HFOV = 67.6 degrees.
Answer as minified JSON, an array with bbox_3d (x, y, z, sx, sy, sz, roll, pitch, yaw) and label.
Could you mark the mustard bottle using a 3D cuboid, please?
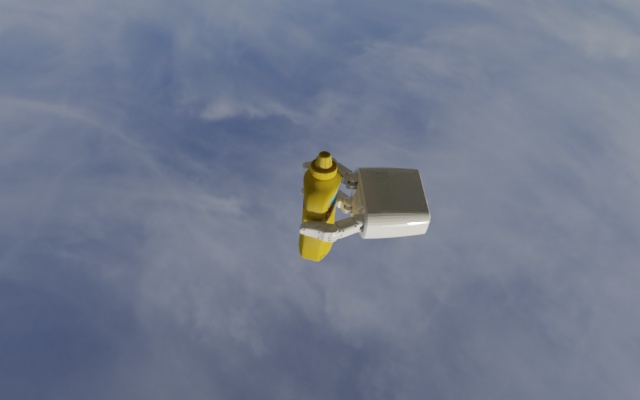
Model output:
[{"bbox_3d":[0.000,0.003,0.768,0.058,0.192,0.096,14,43,8],"label":"mustard bottle"}]
